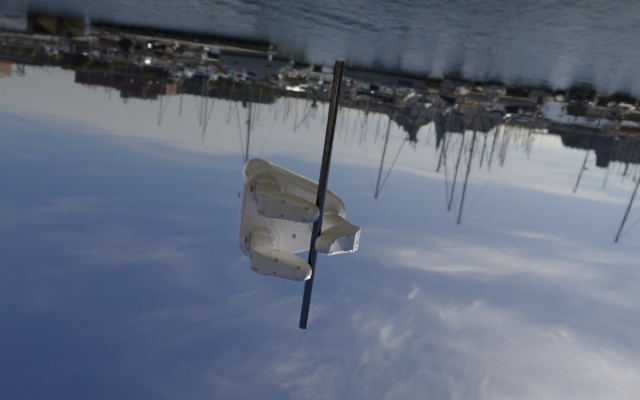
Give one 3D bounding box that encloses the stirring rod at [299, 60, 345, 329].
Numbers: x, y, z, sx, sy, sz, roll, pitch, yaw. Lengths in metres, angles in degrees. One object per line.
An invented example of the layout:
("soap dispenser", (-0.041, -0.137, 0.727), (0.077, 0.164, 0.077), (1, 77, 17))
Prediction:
("stirring rod", (0.000, 0.001, 0.419), (0.011, 0.239, 0.011), (8, 12, -2))
